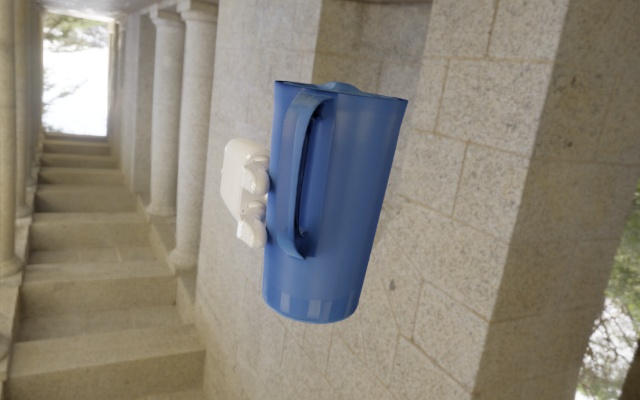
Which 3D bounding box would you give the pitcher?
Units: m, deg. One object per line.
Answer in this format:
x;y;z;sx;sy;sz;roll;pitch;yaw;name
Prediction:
0.000;0.002;0.493;0.149;0.243;0.145;1;16;-26;pitcher
